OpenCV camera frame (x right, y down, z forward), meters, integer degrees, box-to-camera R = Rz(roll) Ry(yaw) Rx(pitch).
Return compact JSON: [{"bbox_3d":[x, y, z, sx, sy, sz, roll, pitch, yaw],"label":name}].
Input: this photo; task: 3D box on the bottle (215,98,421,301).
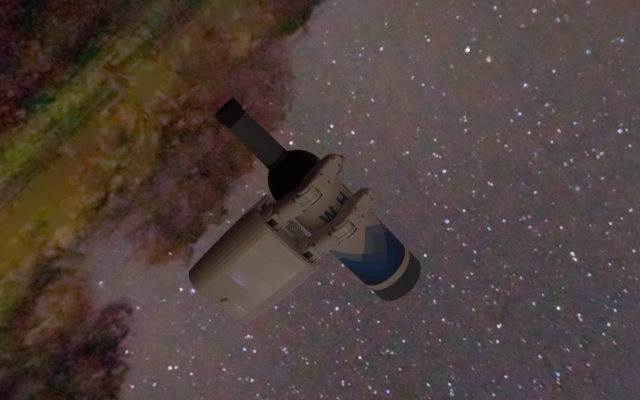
[{"bbox_3d":[0.000,0.002,0.534,0.296,0.069,0.069,44,-21,-23],"label":"bottle"}]
